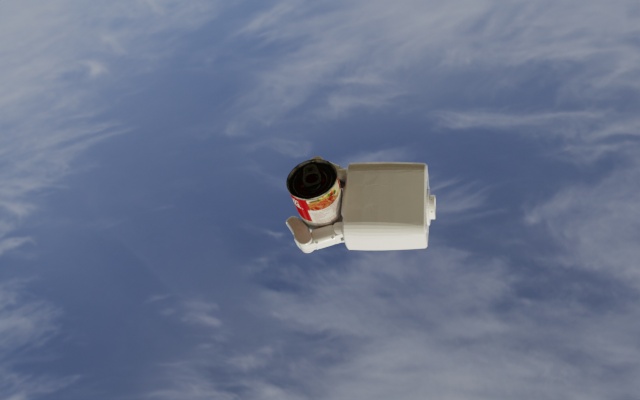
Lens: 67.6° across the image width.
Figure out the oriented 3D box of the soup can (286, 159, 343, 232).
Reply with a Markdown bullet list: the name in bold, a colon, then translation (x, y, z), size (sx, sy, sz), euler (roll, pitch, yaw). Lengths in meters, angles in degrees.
- **soup can**: translation (0.000, 0.002, 0.651), size (0.068, 0.068, 0.102), euler (0, -37, 17)
